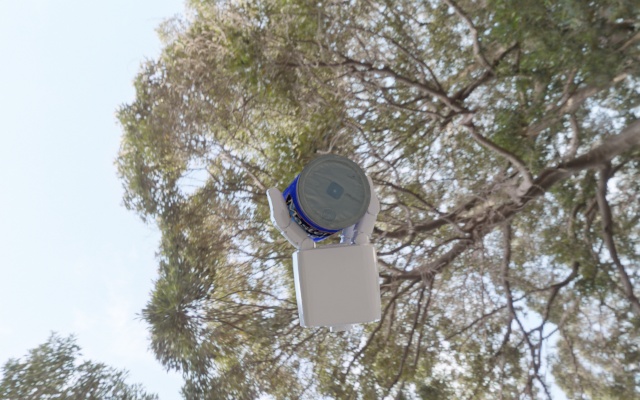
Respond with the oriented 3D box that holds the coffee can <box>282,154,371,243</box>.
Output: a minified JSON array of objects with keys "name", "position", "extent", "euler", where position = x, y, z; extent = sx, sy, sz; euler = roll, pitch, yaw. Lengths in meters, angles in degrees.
[{"name":"coffee can","position":[0.000,0.002,0.696],"extent":[0.103,0.102,0.140],"euler":[0,-13,-17]}]
